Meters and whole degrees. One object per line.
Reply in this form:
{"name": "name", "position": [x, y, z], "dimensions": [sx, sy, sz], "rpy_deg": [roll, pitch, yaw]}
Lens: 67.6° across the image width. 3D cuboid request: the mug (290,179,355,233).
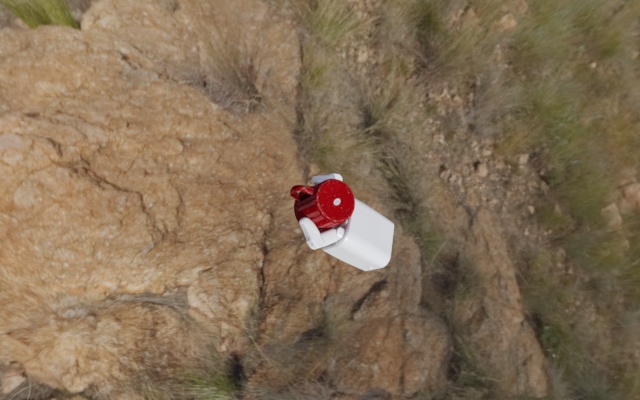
{"name": "mug", "position": [-0.001, 0.002, 0.865], "dimensions": [0.117, 0.093, 0.081], "rpy_deg": [30, -26, -19]}
